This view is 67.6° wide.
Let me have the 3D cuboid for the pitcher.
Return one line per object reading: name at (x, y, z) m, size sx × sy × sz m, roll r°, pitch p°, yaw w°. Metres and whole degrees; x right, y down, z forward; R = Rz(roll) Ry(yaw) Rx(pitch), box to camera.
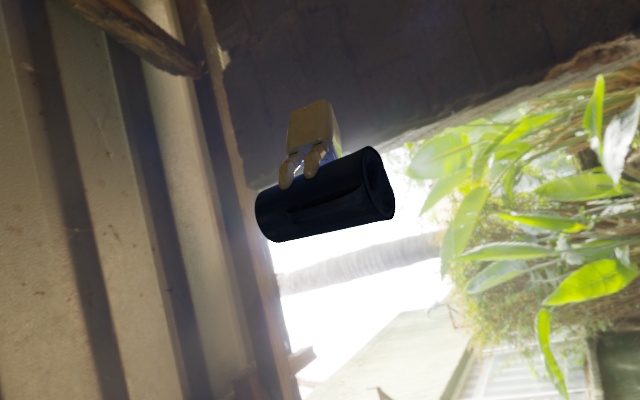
pitcher at (0.000, 0.003, 0.855) m, size 0.243 × 0.145 × 0.149 m, roll -18°, pitch -36°, yaw 27°
